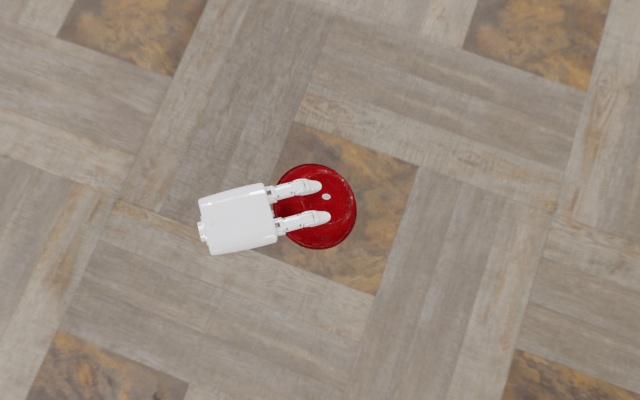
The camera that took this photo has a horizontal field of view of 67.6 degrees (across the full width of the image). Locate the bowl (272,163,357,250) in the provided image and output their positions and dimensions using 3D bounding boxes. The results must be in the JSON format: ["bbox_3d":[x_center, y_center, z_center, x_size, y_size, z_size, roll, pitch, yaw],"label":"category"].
[{"bbox_3d":[0.001,0.002,0.838,0.162,0.162,0.055,0,-16,-21],"label":"bowl"}]
